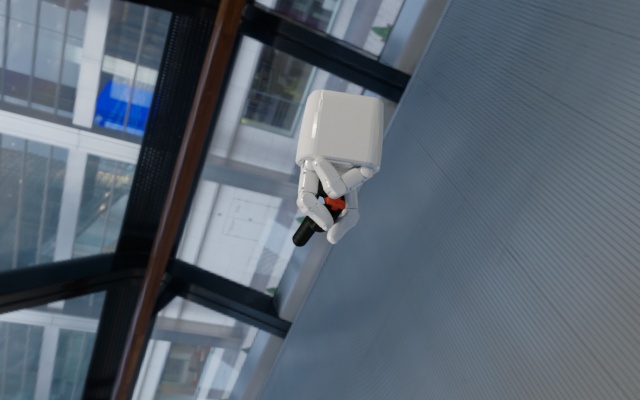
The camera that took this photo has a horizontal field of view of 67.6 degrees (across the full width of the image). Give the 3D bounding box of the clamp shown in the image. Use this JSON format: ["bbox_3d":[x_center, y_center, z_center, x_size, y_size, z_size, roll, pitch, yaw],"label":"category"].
[{"bbox_3d":[0.000,0.002,0.736,0.039,0.120,0.171,13,-18,-18],"label":"clamp"}]
